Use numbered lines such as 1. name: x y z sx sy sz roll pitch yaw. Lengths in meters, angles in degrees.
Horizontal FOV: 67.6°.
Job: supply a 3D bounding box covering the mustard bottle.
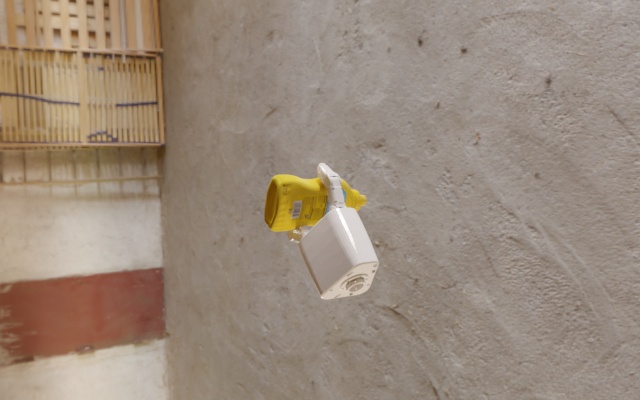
1. mustard bottle: 0.000 0.003 0.844 0.191 0.096 0.058 -2 26 -30
